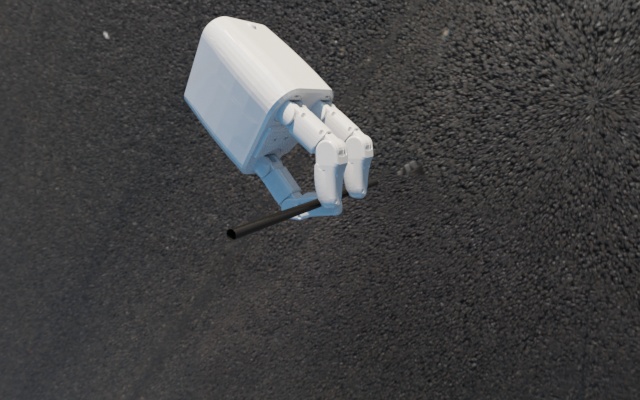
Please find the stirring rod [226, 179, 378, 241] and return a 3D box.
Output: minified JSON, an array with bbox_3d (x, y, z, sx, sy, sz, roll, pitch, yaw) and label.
[{"bbox_3d":[0.000,0.001,0.418,0.011,0.011,0.239,0,10,30],"label":"stirring rod"}]
